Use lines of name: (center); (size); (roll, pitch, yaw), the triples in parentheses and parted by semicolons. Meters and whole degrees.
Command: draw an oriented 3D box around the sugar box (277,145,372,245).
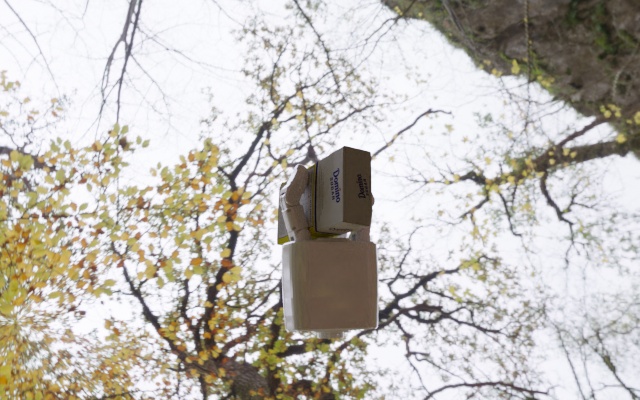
sugar box: (0.001, 0.002, 0.613); (0.048, 0.093, 0.176); (10, -17, -30)
